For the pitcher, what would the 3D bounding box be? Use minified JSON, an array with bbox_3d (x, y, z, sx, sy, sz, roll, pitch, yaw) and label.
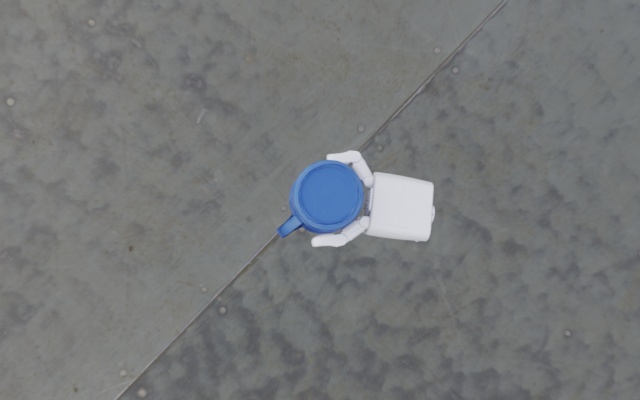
[{"bbox_3d":[0.000,0.003,0.832,0.145,0.149,0.243,8,-2,-1],"label":"pitcher"}]
